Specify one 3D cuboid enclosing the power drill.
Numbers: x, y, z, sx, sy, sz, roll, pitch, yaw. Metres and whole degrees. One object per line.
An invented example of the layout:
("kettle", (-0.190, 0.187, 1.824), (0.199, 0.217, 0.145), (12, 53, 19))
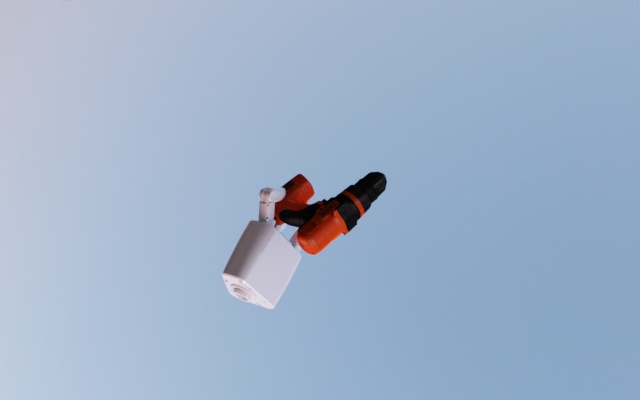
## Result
("power drill", (0.000, 0.003, 0.812), (0.184, 0.057, 0.187), (-39, 28, -22))
